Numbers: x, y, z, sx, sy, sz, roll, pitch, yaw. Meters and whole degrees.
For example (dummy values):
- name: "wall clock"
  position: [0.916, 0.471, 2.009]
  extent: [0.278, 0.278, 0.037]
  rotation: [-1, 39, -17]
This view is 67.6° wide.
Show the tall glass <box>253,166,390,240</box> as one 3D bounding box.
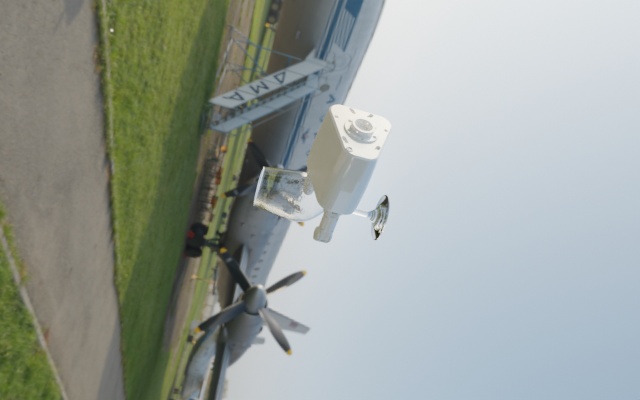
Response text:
- name: "tall glass"
  position: [0.001, 0.003, 0.739]
  extent: [0.201, 0.079, 0.079]
  rotation: [14, -2, -9]
